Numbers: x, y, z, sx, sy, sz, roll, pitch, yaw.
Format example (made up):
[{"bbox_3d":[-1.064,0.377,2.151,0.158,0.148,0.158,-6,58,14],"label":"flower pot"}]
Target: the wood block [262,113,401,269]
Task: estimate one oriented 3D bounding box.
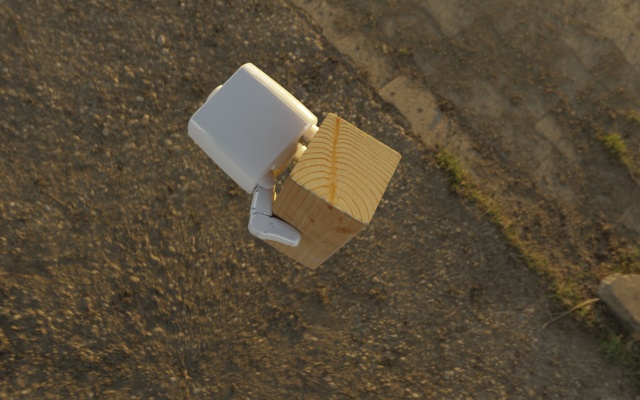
[{"bbox_3d":[0.000,0.002,0.558,0.090,0.090,0.206,31,-25,-3],"label":"wood block"}]
